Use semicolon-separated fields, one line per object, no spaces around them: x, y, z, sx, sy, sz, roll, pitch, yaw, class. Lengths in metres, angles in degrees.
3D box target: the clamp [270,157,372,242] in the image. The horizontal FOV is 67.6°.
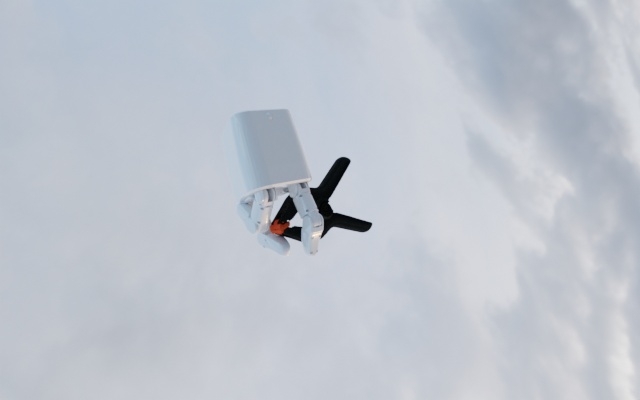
0.000;0.003;0.694;0.171;0.120;0.039;-12;-6;-39;clamp
